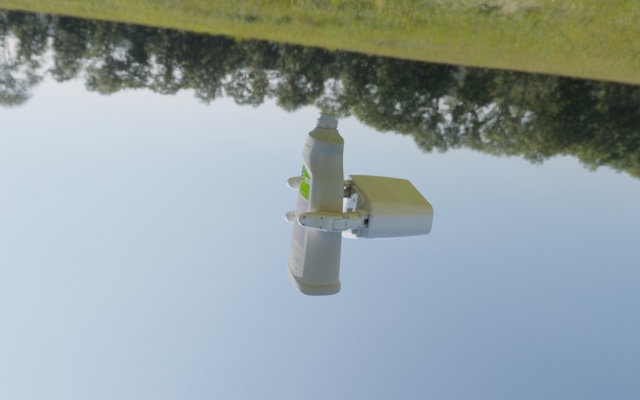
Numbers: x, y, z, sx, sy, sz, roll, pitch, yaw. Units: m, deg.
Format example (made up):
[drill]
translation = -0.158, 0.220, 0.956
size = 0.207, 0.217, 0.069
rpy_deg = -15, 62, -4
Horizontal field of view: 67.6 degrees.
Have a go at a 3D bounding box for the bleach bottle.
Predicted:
[bleach bottle]
translation = 0.000, 0.002, 0.688
size = 0.068, 0.251, 0.102
rpy_deg = 1, 15, -21
